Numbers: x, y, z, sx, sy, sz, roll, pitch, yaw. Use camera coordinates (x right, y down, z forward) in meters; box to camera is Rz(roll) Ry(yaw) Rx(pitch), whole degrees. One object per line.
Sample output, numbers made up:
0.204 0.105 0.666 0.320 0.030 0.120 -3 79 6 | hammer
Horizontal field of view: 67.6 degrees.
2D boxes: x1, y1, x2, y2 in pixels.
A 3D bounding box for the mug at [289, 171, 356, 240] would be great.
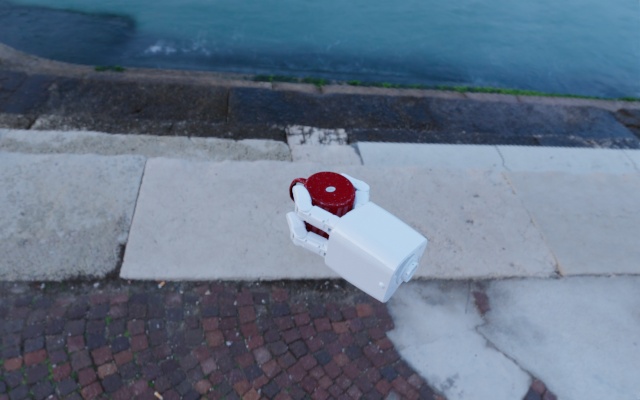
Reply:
-0.001 0.002 0.760 0.117 0.082 0.093 32 47 21 | mug
